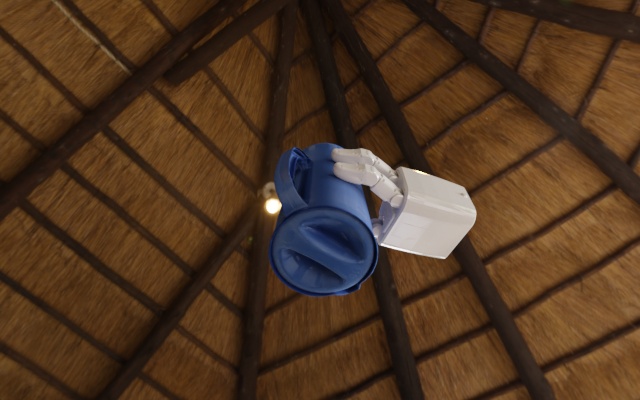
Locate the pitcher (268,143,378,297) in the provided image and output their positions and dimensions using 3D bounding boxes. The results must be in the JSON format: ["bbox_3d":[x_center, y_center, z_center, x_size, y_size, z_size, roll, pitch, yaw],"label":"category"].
[{"bbox_3d":[0.000,0.002,0.672,0.145,0.149,0.242,13,28,-7],"label":"pitcher"}]
